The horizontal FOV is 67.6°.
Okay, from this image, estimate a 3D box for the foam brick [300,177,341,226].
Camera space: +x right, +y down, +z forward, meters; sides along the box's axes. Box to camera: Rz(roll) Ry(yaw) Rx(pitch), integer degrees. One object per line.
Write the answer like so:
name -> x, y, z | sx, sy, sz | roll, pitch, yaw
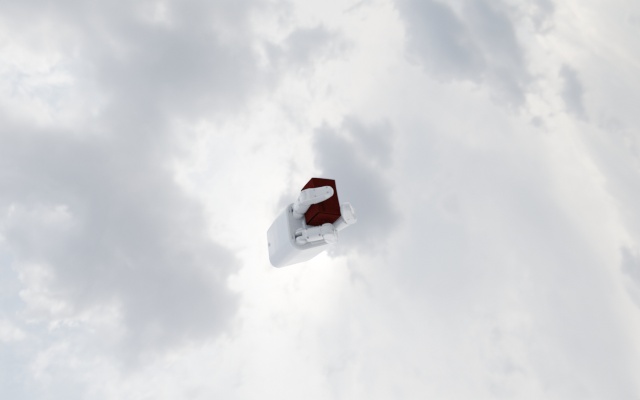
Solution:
foam brick -> 0.000, 0.003, 0.897 | 0.053, 0.078, 0.051 | 7, -32, -28
